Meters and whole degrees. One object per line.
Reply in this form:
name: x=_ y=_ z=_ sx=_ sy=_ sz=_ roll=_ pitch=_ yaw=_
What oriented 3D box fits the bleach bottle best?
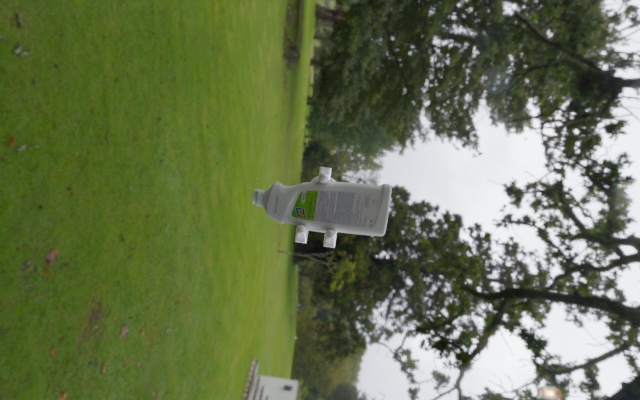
bleach bottle: x=0.000 y=0.003 z=0.894 sx=0.251 sy=0.102 sz=0.068 roll=8 pitch=-3 yaw=1
